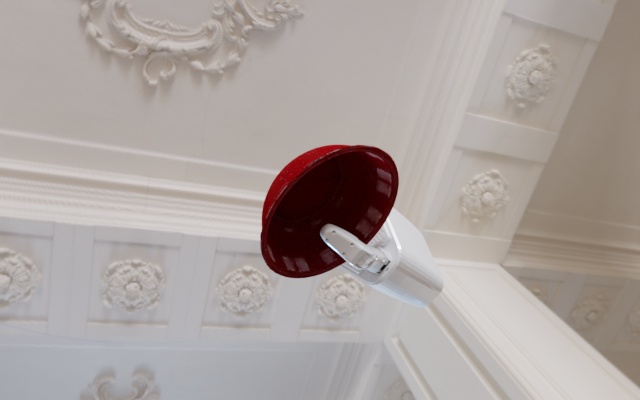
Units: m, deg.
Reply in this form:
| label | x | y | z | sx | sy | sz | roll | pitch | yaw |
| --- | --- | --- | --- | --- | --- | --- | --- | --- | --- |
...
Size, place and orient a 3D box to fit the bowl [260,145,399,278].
| label | x | y | z | sx | sy | sz | roll | pitch | yaw |
| --- | --- | --- | --- | --- | --- | --- | --- | --- | --- |
| bowl | -0.001 | 0.001 | 0.485 | 0.162 | 0.162 | 0.055 | 0 | 35 | -41 |
